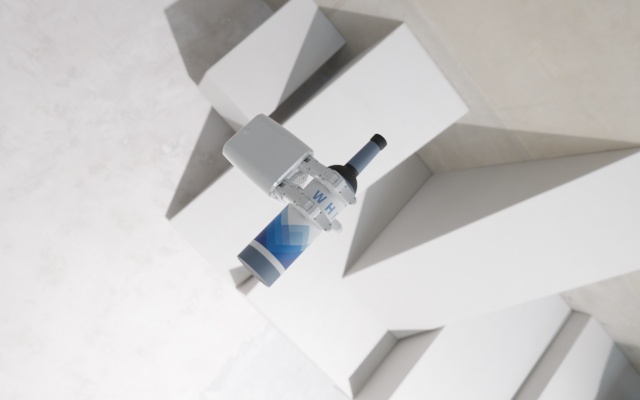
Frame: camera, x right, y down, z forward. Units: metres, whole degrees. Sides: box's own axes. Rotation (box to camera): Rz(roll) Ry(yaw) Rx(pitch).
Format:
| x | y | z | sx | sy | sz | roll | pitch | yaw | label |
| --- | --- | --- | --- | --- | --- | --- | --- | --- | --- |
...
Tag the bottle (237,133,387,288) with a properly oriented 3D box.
| x | y | z | sx | sy | sz | roll | pitch | yaw | label |
| --- | --- | --- | --- | --- | --- | --- | --- | --- | --- |
| 0.000 | 0.003 | 0.732 | 0.295 | 0.069 | 0.069 | -46 | 16 | -17 | bottle |
